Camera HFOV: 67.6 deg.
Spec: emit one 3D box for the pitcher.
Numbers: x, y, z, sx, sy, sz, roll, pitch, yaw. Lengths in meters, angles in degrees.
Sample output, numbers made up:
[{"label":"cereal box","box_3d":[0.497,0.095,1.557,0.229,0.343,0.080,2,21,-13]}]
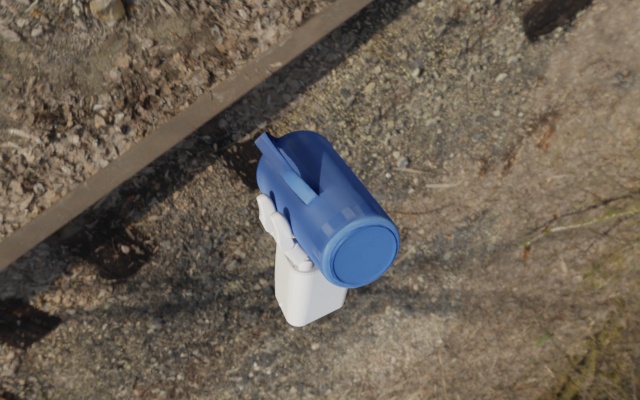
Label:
[{"label":"pitcher","box_3d":[0.000,0.002,0.660,0.149,0.145,0.242,-6,32,-23]}]
